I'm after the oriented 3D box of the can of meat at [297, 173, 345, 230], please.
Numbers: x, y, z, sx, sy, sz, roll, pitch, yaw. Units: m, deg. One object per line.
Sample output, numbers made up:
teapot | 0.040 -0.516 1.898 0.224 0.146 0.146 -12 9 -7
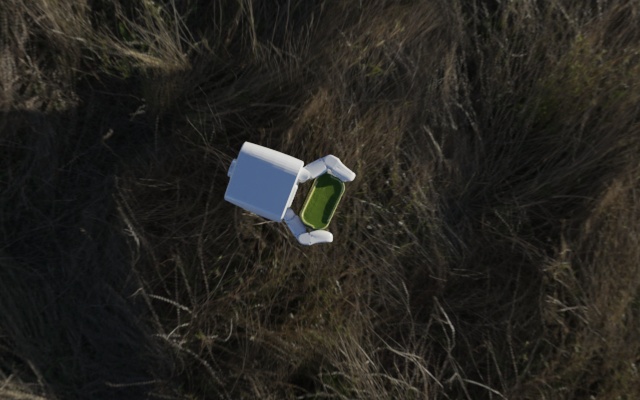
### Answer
can of meat | 0.000 0.003 0.843 0.057 0.102 0.084 25 -3 -3
